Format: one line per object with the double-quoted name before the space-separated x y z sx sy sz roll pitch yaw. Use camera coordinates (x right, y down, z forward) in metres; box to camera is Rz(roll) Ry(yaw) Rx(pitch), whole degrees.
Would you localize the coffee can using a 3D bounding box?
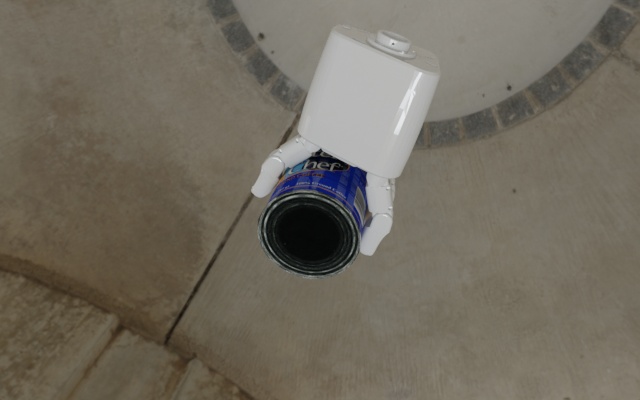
"coffee can" 0.000 0.002 0.520 0.103 0.103 0.140 0 29 11
